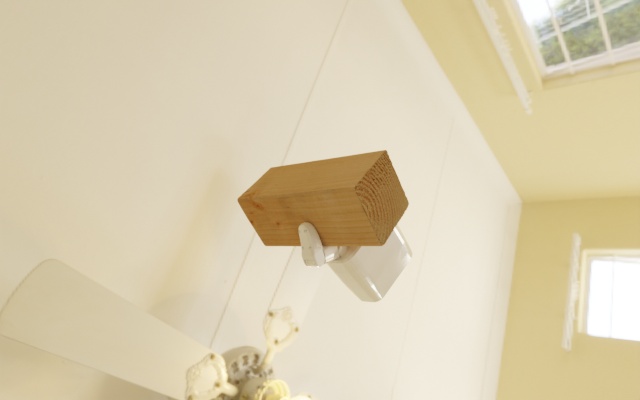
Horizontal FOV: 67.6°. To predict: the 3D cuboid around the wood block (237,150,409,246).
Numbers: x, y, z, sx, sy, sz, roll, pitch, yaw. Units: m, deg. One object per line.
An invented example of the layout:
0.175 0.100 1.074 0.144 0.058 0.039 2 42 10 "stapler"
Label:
0.000 0.003 0.651 0.206 0.090 0.090 -5 33 40 "wood block"
